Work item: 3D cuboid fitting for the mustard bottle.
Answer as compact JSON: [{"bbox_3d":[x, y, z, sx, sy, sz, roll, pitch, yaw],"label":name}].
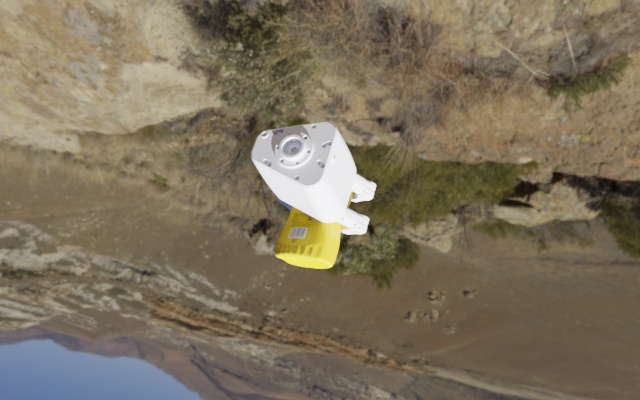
[{"bbox_3d":[0.000,0.003,0.712,0.096,0.191,0.058,-3,-27,43],"label":"mustard bottle"}]
